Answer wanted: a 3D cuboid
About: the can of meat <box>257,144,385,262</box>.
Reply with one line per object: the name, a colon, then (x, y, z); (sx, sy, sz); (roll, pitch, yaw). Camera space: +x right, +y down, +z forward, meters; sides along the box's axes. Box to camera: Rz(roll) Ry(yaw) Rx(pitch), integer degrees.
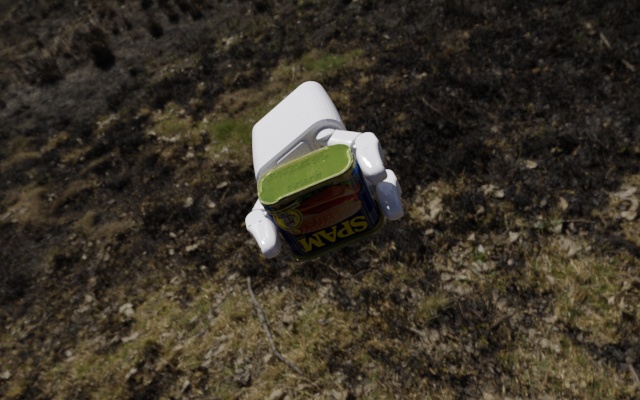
can of meat: (0.000, 0.001, 0.465); (0.102, 0.084, 0.057); (-22, 39, 8)
